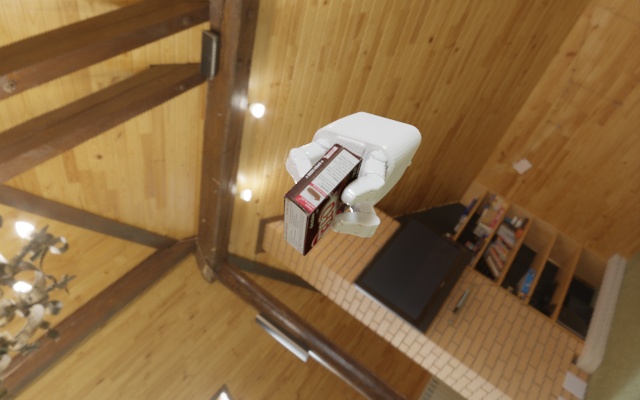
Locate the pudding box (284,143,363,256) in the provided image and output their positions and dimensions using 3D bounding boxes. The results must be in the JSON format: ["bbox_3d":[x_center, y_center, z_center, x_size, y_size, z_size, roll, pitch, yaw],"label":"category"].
[{"bbox_3d":[0.000,0.002,0.529,0.039,0.090,0.114,35,-25,16],"label":"pudding box"}]
